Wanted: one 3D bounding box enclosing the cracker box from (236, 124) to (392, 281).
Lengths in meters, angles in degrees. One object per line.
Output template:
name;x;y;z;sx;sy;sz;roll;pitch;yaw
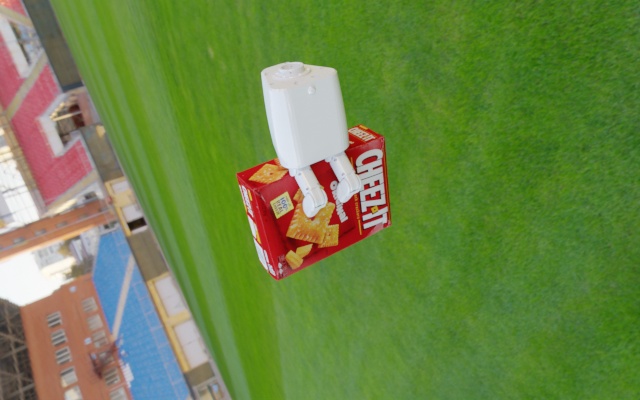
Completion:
cracker box;0.000;0.002;0.711;0.213;0.164;0.072;-24;35;-21
